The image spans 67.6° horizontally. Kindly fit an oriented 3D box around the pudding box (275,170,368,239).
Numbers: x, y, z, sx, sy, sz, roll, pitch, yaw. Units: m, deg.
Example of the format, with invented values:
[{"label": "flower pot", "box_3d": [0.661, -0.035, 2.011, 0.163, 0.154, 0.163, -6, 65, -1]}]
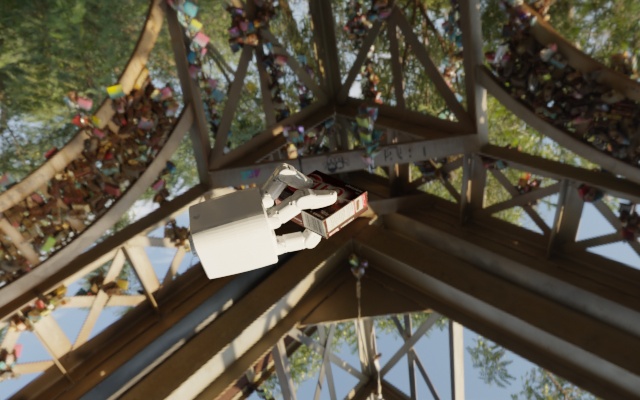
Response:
[{"label": "pudding box", "box_3d": [0.000, 0.002, 0.711, 0.090, 0.039, 0.113, -34, 43, -30]}]
